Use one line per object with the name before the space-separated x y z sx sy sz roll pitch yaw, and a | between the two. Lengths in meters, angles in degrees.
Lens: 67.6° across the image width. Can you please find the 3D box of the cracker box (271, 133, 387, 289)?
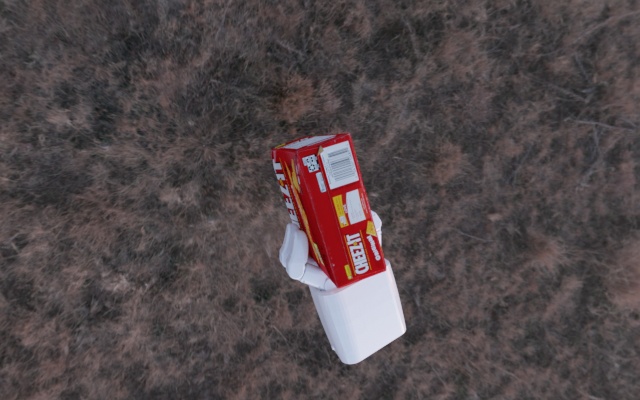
cracker box | 0.000 0.002 0.620 0.072 0.164 0.213 -19 10 -11
